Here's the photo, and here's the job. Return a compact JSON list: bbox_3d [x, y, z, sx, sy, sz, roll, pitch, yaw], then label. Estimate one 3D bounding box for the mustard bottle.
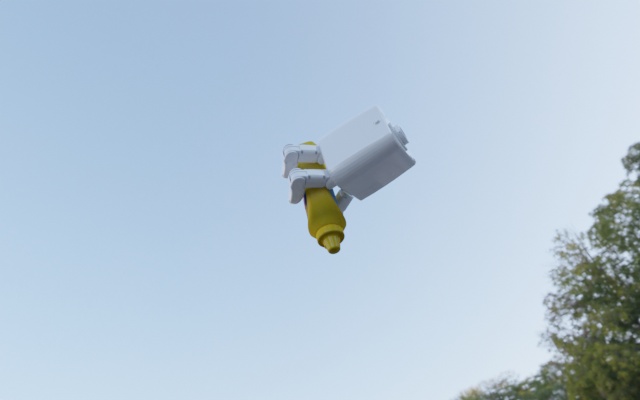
[{"bbox_3d":[0.000,0.002,0.737,0.058,0.191,0.096,-16,-42,-2],"label":"mustard bottle"}]
